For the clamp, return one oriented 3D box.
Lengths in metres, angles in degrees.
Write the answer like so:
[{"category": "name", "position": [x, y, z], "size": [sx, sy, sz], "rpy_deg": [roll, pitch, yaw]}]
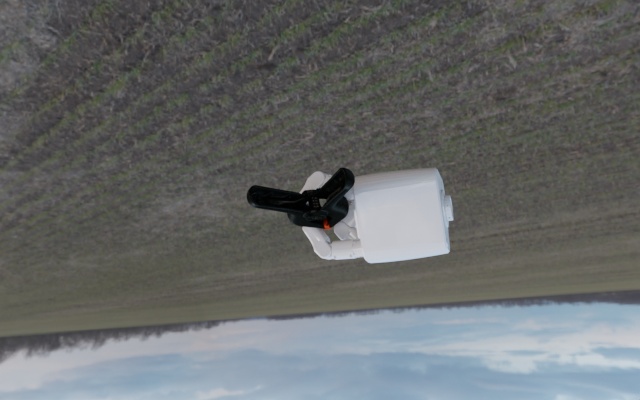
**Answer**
[{"category": "clamp", "position": [0.000, 0.003, 0.581], "size": [0.120, 0.039, 0.171], "rpy_deg": [-8, -14, 19]}]
